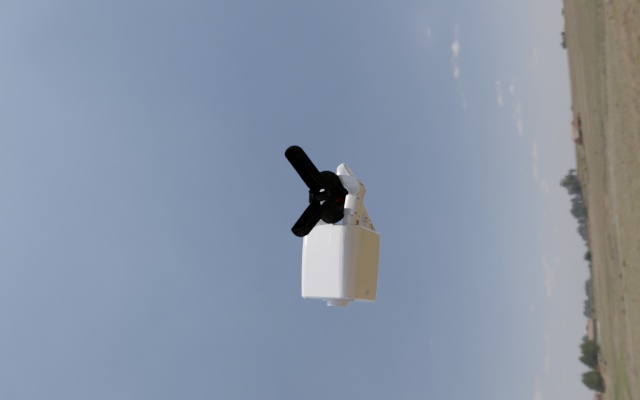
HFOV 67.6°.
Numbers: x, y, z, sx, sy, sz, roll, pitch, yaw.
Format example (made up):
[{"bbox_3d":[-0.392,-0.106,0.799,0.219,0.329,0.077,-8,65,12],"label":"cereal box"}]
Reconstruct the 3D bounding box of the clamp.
[{"bbox_3d":[0.000,0.002,0.680,0.039,0.120,0.171,-3,-15,30],"label":"clamp"}]
